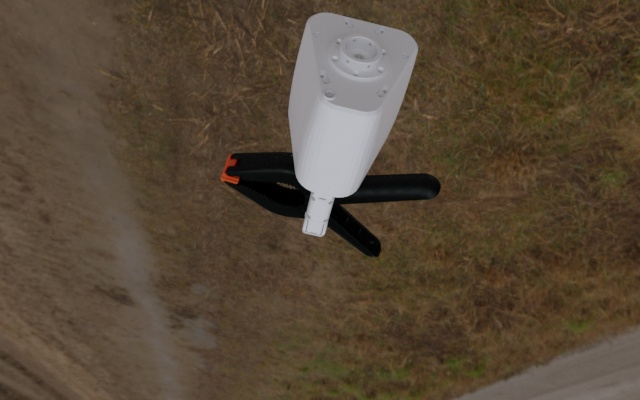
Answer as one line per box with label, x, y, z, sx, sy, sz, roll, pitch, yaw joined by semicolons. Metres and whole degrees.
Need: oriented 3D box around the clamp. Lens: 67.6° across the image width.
clamp;-0.001;0.002;0.509;0.210;0.036;0.165;14;-33;-2
